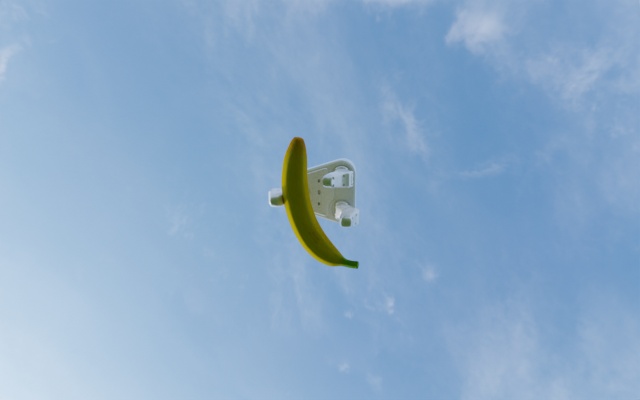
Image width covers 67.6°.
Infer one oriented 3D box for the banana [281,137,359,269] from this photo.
[{"bbox_3d":[-0.015,0.013,0.661,0.069,0.198,0.037,-24,5,12],"label":"banana"}]
